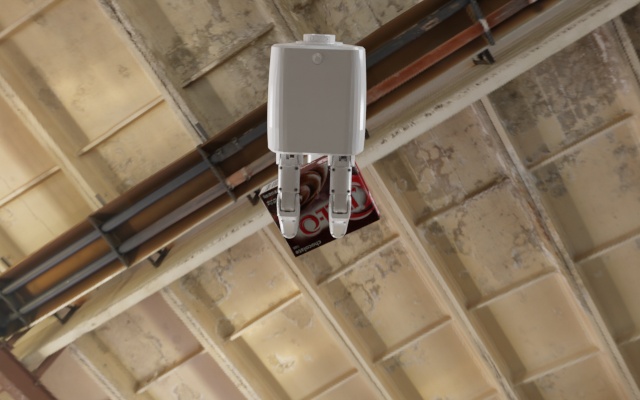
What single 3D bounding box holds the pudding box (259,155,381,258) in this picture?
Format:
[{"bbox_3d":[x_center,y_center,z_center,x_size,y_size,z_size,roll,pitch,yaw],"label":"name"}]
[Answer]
[{"bbox_3d":[0.000,0.002,0.550,0.113,0.090,0.039,-25,19,11],"label":"pudding box"}]
